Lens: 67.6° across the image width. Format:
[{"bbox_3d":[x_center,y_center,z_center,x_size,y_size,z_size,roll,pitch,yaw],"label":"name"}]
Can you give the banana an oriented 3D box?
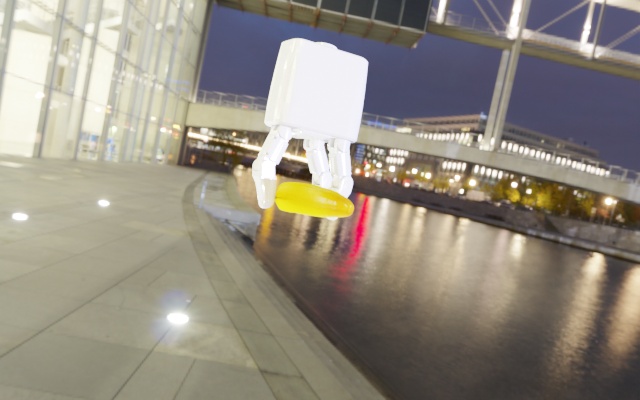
[{"bbox_3d":[-0.019,-0.001,0.574,0.069,0.037,0.198,10,-2,-13],"label":"banana"}]
